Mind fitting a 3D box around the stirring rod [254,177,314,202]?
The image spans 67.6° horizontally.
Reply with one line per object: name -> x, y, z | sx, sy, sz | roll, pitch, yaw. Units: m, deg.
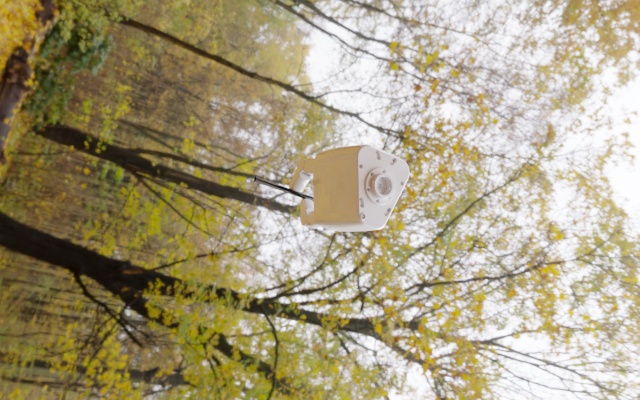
stirring rod -> 0.000, 0.003, 0.782 | 0.239, 0.011, 0.011 | 19, -10, -29
